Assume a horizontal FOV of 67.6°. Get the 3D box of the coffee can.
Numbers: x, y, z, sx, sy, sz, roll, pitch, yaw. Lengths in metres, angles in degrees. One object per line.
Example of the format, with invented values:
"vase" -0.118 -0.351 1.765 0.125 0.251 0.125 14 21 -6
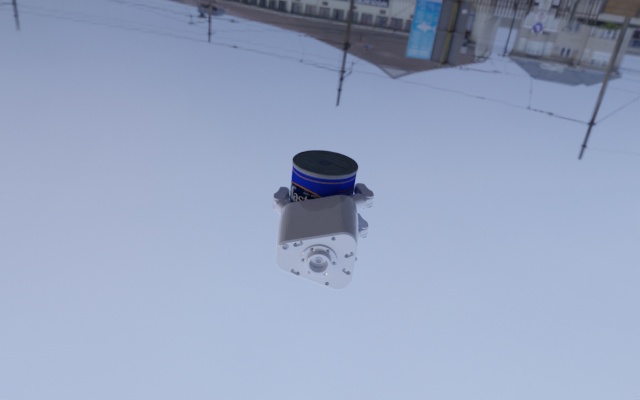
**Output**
"coffee can" 0.000 0.002 0.766 0.103 0.140 0.102 6 26 -3
